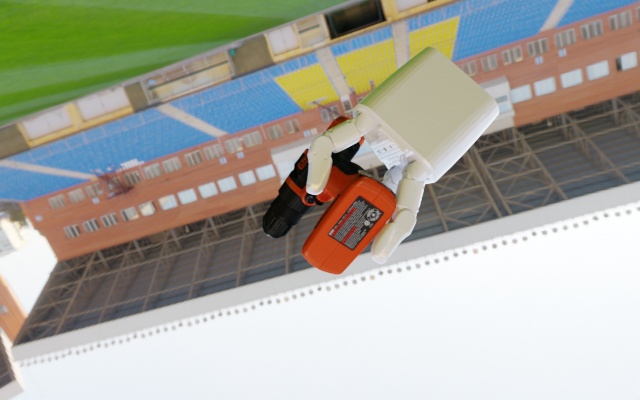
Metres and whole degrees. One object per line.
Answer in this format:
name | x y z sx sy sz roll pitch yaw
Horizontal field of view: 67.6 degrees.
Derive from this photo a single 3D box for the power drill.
power drill | 0.000 0.002 0.545 0.057 0.184 0.187 30 15 -25
